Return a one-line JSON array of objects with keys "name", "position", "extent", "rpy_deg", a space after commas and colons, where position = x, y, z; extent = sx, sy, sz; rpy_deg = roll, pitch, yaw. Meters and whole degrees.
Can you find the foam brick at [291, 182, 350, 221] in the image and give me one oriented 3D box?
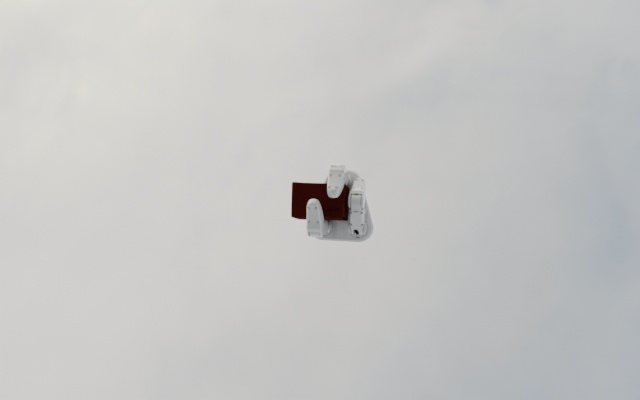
[{"name": "foam brick", "position": [0.000, 0.002, 0.706], "extent": [0.078, 0.053, 0.051], "rpy_deg": [2, -5, 11]}]
